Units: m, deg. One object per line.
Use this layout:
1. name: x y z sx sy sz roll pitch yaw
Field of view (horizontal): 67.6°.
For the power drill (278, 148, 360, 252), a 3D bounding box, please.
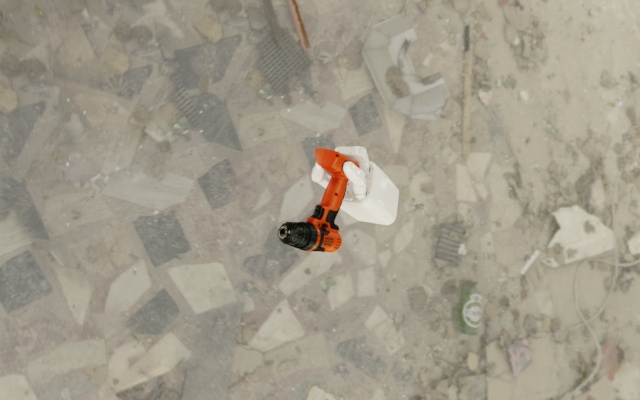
1. power drill: 0.000 0.002 0.877 0.057 0.187 0.184 17 -1 29
